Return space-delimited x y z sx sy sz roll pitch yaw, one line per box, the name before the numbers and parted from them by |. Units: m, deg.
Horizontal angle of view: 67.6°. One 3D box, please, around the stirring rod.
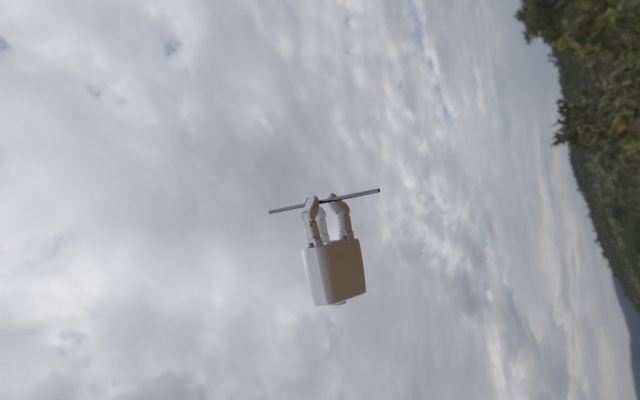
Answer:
stirring rod | 0.000 0.003 0.880 0.239 0.011 0.011 -11 -6 32
